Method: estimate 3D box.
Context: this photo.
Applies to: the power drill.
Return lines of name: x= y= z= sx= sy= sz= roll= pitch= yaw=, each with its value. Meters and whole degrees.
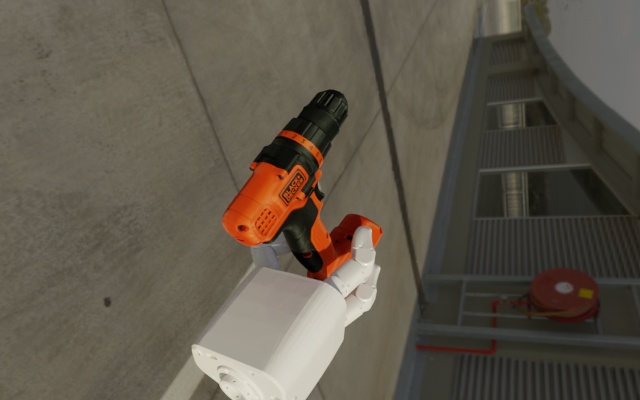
power drill: x=0.000 y=0.002 z=0.513 sx=0.057 sy=0.184 sz=0.188 roll=18 pitch=-25 yaw=43
